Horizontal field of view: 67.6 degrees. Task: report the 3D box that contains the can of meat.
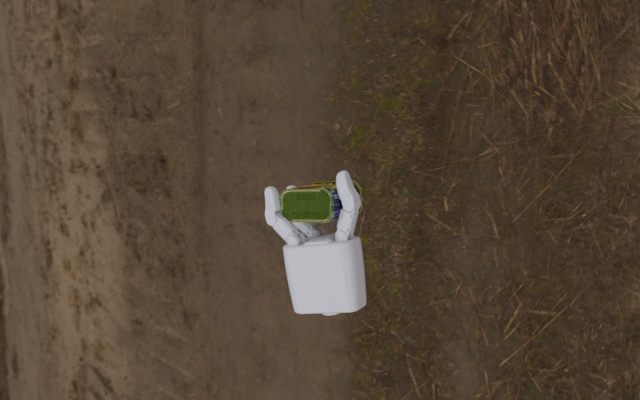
[{"bbox_3d":[0.000,0.002,0.740,0.102,0.057,0.084,-1,8,35],"label":"can of meat"}]
